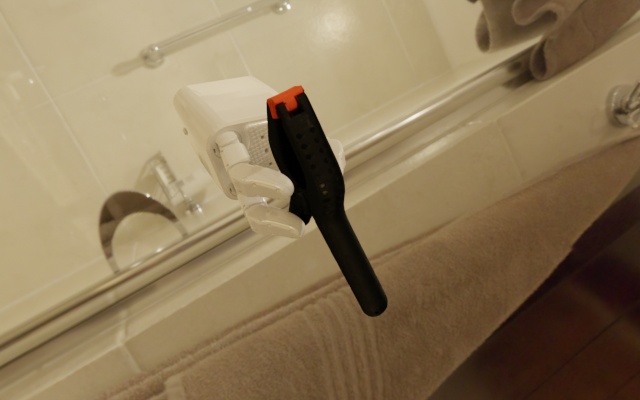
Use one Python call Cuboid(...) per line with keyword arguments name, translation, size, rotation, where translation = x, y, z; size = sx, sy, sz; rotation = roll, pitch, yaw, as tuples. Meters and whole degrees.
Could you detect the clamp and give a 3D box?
Cuboid(name="clamp", translation=(0.001, 0.000, 0.423), size=(0.036, 0.210, 0.164), rotation=(-30, 48, -17))
